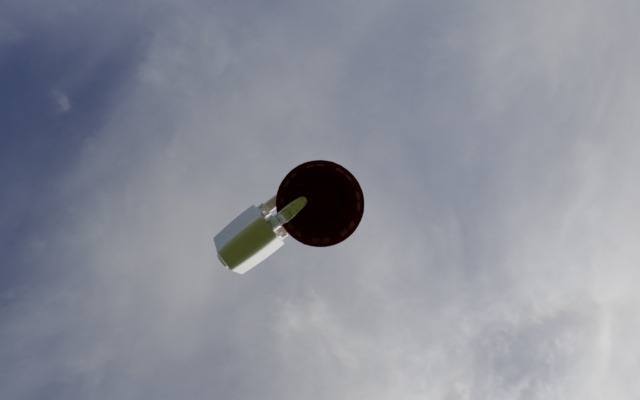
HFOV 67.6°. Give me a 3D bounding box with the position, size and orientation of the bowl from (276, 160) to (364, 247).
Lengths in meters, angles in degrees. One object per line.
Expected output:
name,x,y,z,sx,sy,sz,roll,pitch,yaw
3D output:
bowl,0.001,0.002,0.892,0.162,0.162,0.055,0,9,3
